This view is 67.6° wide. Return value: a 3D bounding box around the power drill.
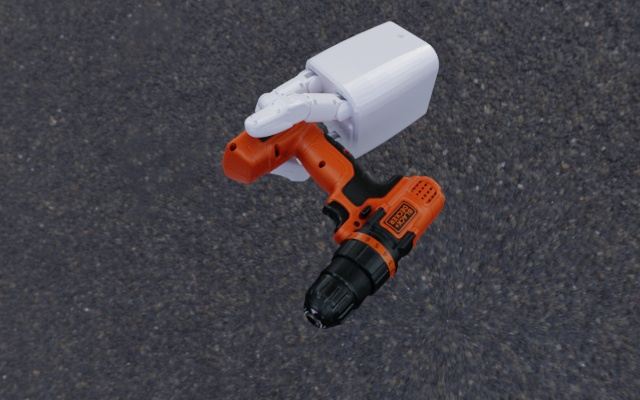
[{"bbox_3d":[0.000,0.001,0.445,0.184,0.187,0.057,-42,-14,-32],"label":"power drill"}]
